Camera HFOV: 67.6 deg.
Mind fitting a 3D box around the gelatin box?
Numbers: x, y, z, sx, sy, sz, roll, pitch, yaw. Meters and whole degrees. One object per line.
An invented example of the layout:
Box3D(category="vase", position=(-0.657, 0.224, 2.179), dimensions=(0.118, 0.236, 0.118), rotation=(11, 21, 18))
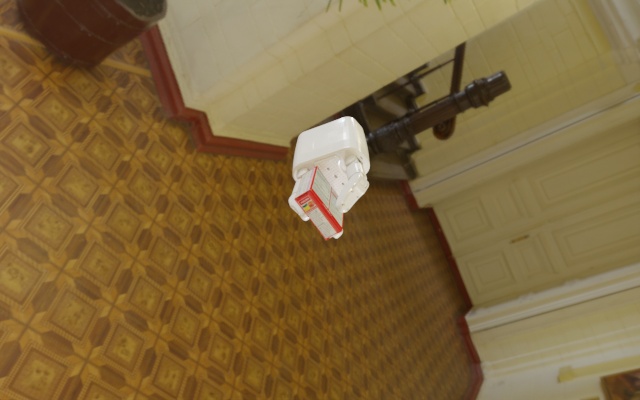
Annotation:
Box3D(category="gelatin box", position=(0.000, 0.002, 0.658), dimensions=(0.030, 0.073, 0.089), rotation=(-31, 19, 17))
